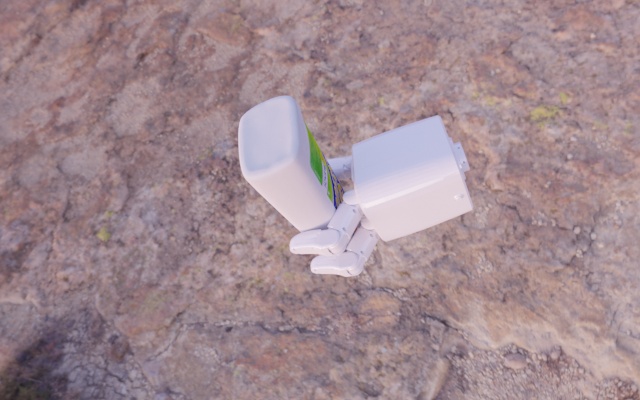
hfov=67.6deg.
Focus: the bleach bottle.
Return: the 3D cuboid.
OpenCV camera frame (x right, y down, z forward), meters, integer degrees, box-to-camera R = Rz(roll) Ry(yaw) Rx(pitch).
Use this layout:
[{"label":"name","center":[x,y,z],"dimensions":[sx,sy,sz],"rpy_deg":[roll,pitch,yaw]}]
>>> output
[{"label":"bleach bottle","center":[0.000,0.002,0.548],"dimensions":[0.068,0.102,0.251],"rpy_deg":[-20,-38,15]}]
